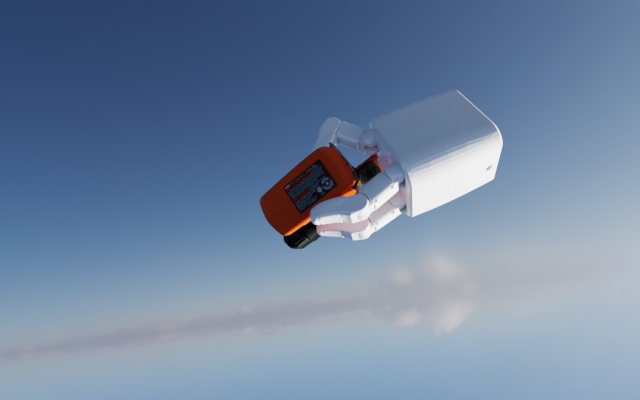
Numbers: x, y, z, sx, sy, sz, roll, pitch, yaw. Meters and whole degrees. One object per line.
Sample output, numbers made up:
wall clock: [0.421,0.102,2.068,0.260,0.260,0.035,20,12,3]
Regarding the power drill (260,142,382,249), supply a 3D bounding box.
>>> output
power drill: [0.000,0.002,0.586,0.184,0.057,0.187,-40,-12,13]
